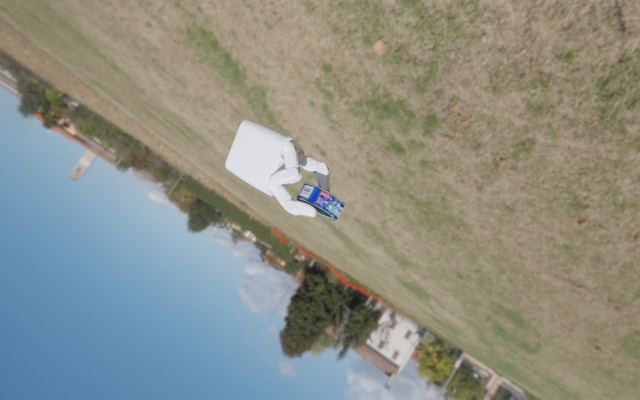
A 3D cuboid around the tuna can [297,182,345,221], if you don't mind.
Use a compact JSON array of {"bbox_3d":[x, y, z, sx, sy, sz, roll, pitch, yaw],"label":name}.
[{"bbox_3d":[0.000,0.003,0.870,0.086,0.033,0.086,28,-9,5],"label":"tuna can"}]
